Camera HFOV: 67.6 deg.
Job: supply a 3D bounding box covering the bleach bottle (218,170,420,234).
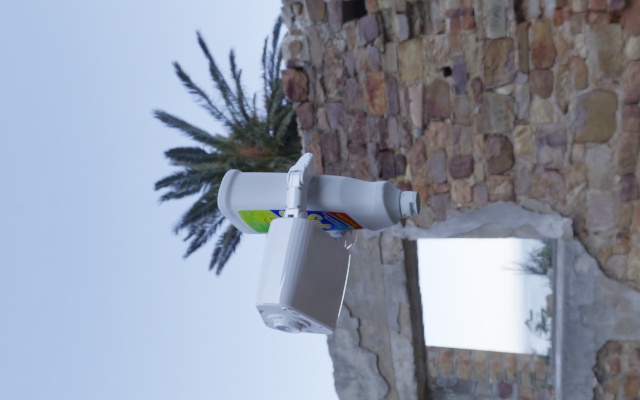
[{"bbox_3d":[0.000,0.002,0.621,0.251,0.068,0.103,-2,-31,22],"label":"bleach bottle"}]
